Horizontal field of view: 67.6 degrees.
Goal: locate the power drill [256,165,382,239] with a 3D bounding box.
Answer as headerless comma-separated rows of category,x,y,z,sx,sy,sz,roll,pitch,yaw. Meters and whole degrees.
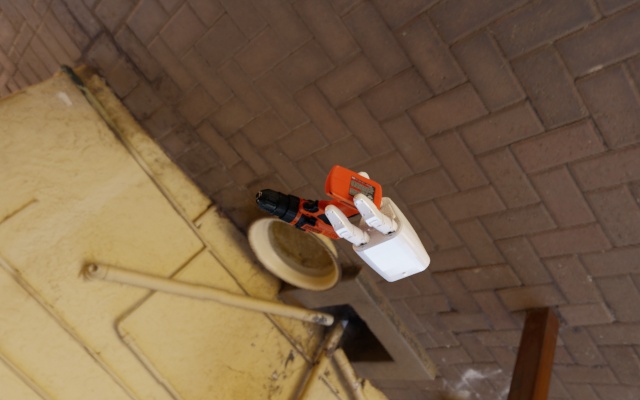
power drill,0.001,0.003,0.825,0.184,0.057,0.188,21,-26,-25
